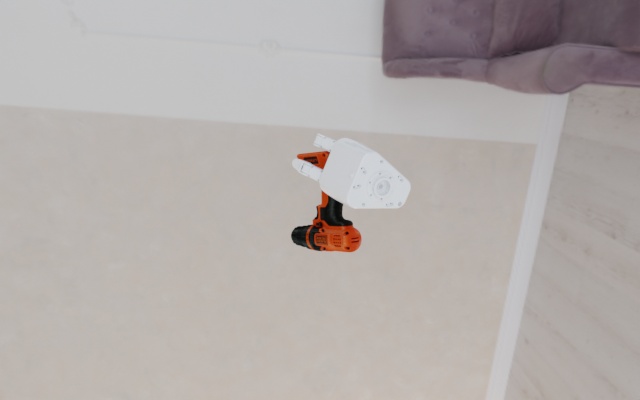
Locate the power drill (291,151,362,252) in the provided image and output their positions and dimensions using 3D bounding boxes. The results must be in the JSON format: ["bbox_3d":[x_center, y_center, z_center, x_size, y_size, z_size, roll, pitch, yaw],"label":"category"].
[{"bbox_3d":[0.000,0.002,0.897,0.057,0.187,0.184,-9,5,-39],"label":"power drill"}]
